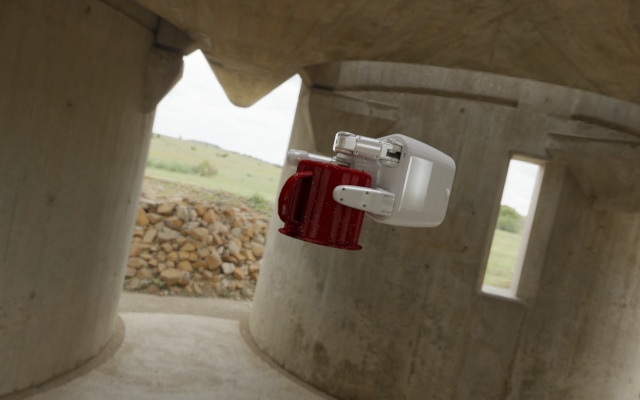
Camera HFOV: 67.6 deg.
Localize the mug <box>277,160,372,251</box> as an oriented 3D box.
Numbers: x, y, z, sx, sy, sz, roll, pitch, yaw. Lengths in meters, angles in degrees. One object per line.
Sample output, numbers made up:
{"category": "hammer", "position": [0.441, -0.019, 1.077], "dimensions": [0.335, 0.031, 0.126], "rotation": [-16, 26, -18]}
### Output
{"category": "mug", "position": [-0.001, 0.001, 0.505], "dimensions": [0.093, 0.081, 0.117], "rotation": [14, 2, 43]}
